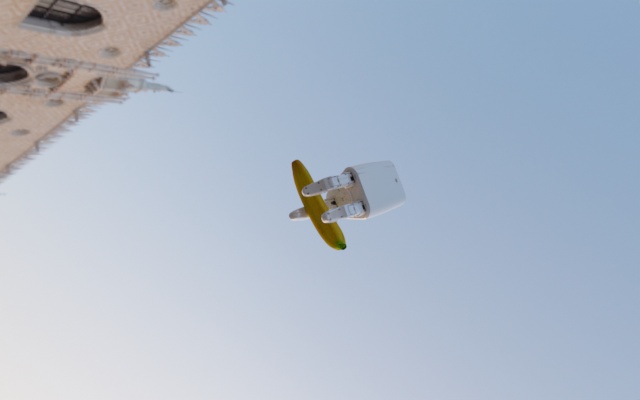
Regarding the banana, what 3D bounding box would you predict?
[{"bbox_3d":[-0.001,0.016,0.846,0.037,0.197,0.070,-21,-28,-21],"label":"banana"}]
